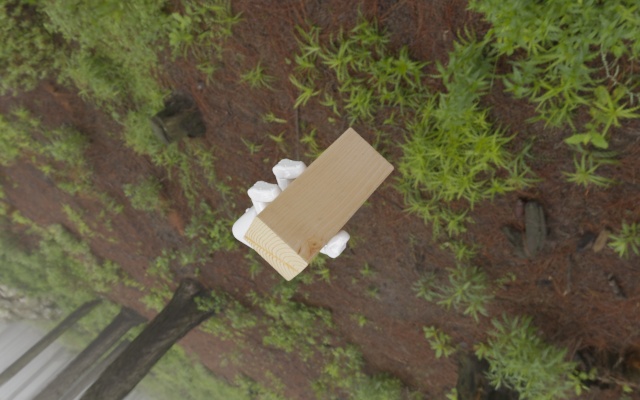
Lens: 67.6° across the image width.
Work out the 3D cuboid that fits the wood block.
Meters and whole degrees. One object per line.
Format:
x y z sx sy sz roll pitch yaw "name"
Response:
0.000 0.003 0.677 0.206 0.091 0.090 -46 -2 -31 "wood block"
